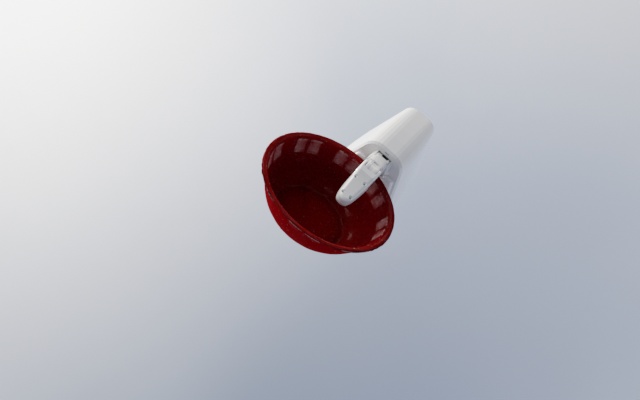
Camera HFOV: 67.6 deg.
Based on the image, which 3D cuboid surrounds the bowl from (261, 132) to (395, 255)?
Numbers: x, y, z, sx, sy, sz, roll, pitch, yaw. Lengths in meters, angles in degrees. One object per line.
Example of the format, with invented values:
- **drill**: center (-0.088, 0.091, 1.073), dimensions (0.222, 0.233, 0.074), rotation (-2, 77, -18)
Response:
- **bowl**: center (-0.001, 0.002, 0.524), dimensions (0.162, 0.162, 0.055), rotation (0, -37, -37)
